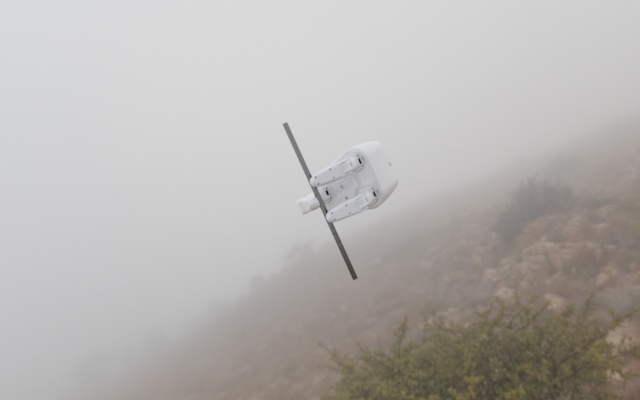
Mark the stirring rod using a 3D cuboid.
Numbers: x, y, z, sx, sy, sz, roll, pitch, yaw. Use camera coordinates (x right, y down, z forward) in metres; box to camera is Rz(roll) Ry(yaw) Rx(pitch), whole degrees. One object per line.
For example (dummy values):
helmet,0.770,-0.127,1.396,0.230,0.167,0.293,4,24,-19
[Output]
stirring rod,0.000,0.002,0.669,0.011,0.239,0.011,-24,4,2
